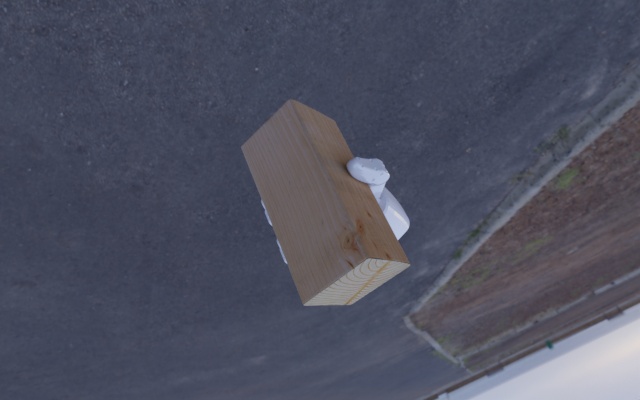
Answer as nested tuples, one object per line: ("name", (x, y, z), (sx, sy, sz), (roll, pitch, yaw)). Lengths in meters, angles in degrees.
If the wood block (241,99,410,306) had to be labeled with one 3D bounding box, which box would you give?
("wood block", (0.001, 0.002, 0.529), (0.091, 0.206, 0.090), (-39, -30, 25))
